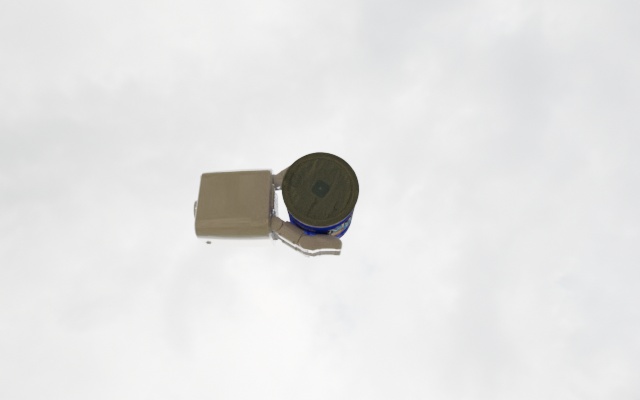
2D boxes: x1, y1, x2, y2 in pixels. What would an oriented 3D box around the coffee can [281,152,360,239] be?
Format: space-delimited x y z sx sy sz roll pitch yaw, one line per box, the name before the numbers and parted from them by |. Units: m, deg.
coffee can | 0.000 0.002 0.690 0.103 0.102 0.140 0 -15 0
